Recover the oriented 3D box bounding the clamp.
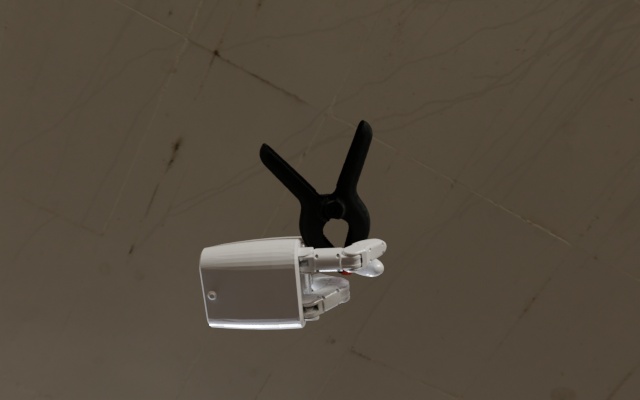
[{"bbox_3d":[0.000,0.002,0.524,0.120,0.171,0.039,-3,15,4],"label":"clamp"}]
